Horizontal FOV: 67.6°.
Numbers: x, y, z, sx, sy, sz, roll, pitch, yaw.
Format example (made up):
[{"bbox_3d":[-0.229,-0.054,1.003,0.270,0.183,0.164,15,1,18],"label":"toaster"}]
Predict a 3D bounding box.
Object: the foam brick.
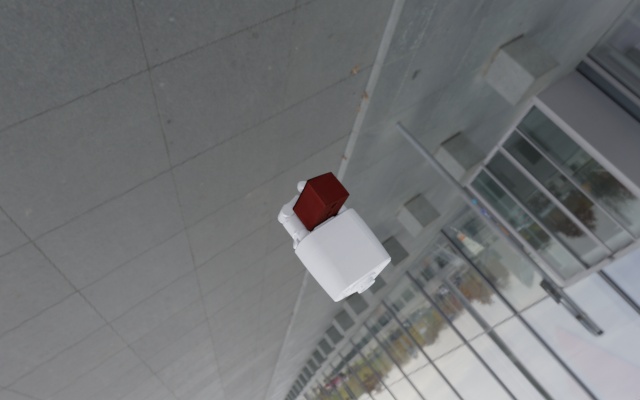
[{"bbox_3d":[0.000,0.002,0.753,0.053,0.051,0.078,-23,-24,-36],"label":"foam brick"}]
